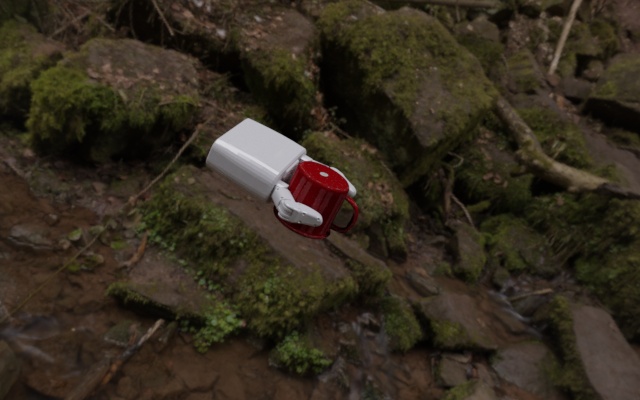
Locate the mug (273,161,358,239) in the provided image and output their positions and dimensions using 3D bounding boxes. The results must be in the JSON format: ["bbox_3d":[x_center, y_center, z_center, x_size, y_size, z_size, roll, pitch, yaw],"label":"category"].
[{"bbox_3d":[0.001,0.003,0.689,0.117,0.081,0.093,30,23,6],"label":"mug"}]
